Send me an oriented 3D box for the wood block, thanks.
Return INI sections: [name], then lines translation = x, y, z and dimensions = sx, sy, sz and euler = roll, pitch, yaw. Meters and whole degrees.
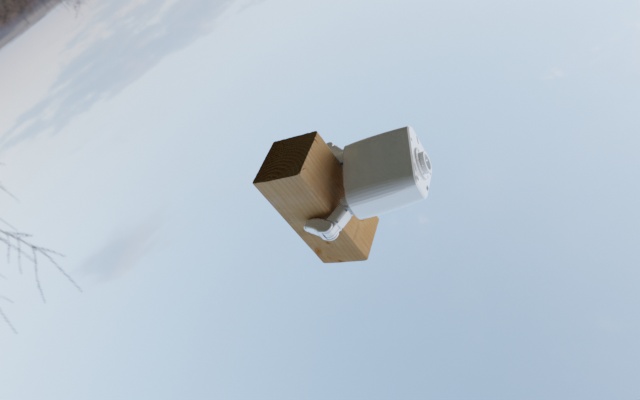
[wood block]
translation = 0.000, 0.003, 0.749
dimensions = 0.090, 0.090, 0.206
euler = -9, -45, 35
